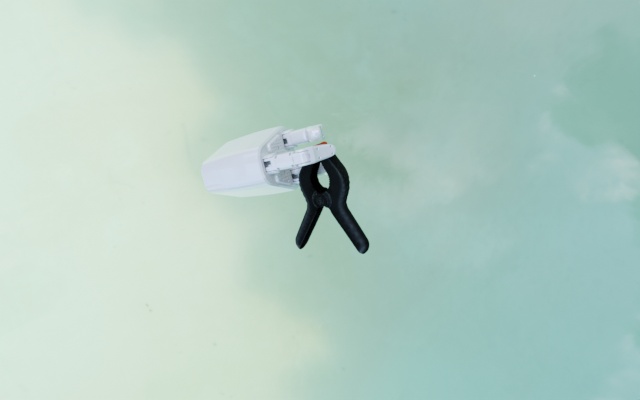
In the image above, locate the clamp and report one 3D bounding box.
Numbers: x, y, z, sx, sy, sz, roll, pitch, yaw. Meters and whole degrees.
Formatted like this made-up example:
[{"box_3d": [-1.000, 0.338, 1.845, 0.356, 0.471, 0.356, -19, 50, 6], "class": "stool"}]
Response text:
[{"box_3d": [0.000, 0.002, 0.706, 0.120, 0.171, 0.039, -10, 9, 24], "class": "clamp"}]
